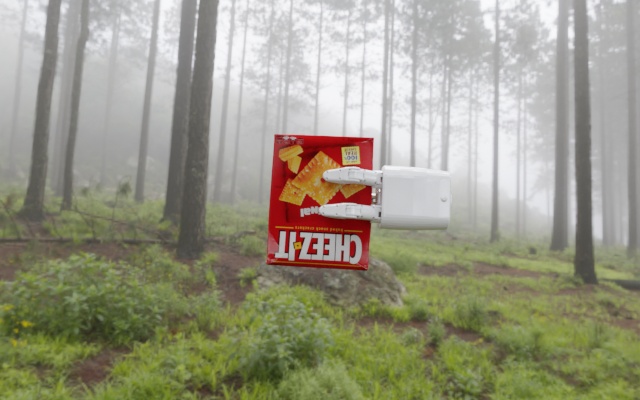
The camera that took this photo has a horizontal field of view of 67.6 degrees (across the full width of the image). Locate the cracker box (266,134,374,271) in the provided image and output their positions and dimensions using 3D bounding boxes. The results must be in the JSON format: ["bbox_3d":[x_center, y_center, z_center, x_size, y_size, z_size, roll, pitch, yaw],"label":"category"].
[{"bbox_3d":[0.000,0.002,0.778,0.164,0.213,0.072,3,-6,1],"label":"cracker box"}]
